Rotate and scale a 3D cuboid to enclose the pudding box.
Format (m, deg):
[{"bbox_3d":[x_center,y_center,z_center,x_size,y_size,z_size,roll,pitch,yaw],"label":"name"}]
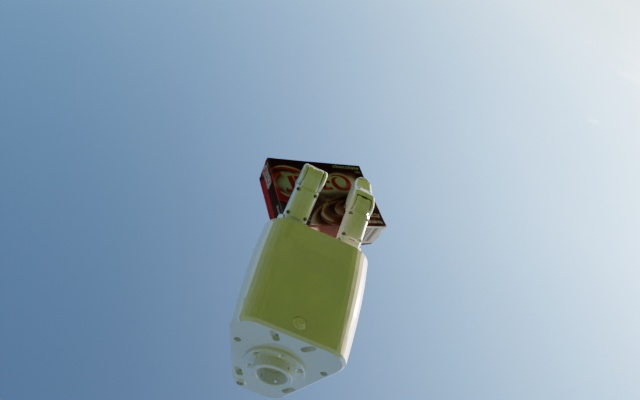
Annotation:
[{"bbox_3d":[0.000,0.002,0.494,0.113,0.090,0.039,4,-43,-27],"label":"pudding box"}]
